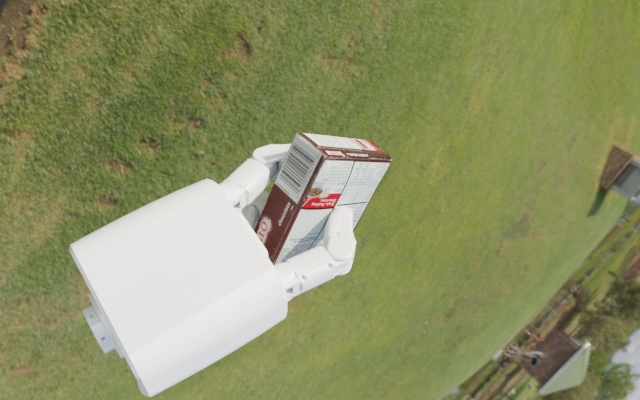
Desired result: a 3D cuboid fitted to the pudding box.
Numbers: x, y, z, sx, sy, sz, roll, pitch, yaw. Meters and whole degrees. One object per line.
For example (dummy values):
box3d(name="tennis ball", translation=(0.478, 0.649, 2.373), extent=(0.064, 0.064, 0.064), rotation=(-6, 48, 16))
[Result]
box3d(name="pudding box", translation=(0.000, 0.001, 0.406), extent=(0.090, 0.113, 0.039), rotation=(-3, 39, -48))
